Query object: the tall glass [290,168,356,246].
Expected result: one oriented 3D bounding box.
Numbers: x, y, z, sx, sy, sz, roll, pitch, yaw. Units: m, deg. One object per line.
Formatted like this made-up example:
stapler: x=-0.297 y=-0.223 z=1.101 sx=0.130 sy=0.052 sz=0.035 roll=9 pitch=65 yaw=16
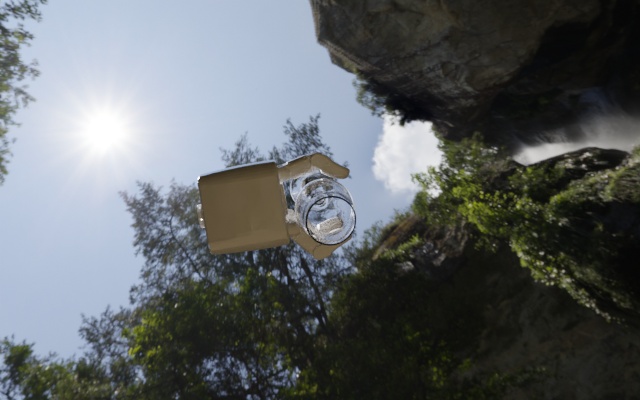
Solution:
tall glass: x=0.000 y=0.002 z=0.664 sx=0.079 sy=0.079 sz=0.201 roll=0 pitch=13 yaw=-8
